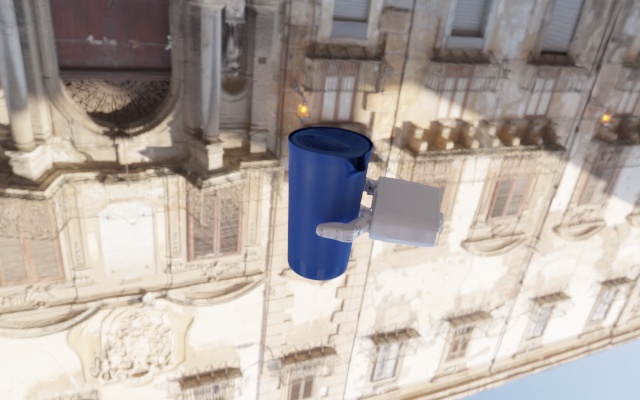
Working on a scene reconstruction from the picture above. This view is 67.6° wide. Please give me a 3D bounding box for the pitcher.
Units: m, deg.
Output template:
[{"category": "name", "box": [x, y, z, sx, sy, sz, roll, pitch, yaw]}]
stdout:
[{"category": "pitcher", "box": [0.000, 0.003, 0.798, 0.145, 0.243, 0.149, 10, 27, 6]}]
